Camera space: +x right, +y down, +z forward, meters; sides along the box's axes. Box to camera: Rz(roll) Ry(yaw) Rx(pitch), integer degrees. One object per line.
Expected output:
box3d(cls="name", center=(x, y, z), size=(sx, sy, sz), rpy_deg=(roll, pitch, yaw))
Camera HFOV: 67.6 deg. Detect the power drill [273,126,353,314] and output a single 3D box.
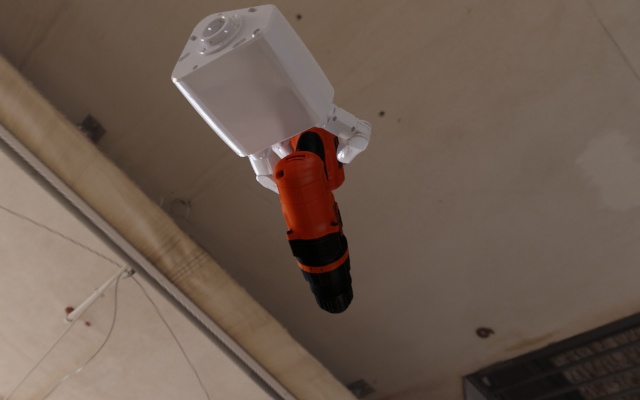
box3d(cls="power drill", center=(0.000, 0.001, 0.514), size=(0.057, 0.185, 0.187), rpy_deg=(-10, 33, 5))
